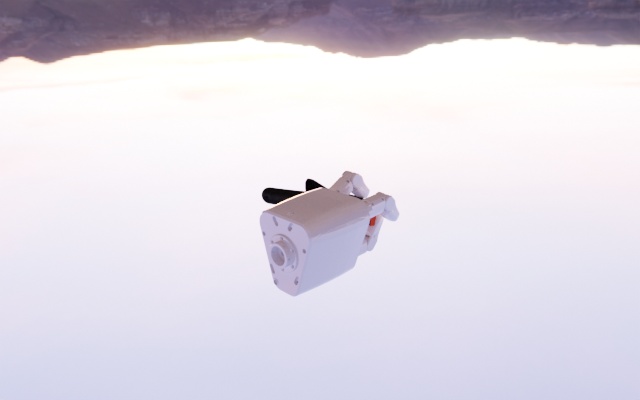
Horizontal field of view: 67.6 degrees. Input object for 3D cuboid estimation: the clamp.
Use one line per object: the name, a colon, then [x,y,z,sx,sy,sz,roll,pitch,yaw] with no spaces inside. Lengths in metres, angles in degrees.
clamp: [0.000,0.003,0.705,0.171,0.039,0.120,18,26,41]
